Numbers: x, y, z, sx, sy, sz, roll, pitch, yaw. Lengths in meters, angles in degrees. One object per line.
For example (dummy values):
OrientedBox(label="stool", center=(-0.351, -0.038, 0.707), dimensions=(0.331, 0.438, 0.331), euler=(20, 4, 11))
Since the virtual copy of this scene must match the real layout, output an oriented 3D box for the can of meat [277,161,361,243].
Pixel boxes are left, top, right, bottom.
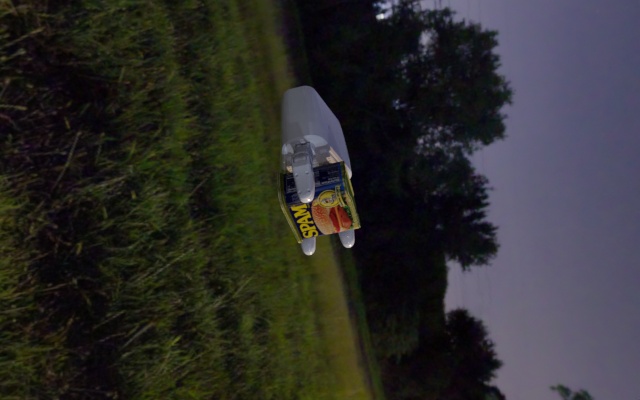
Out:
OrientedBox(label="can of meat", center=(0.000, 0.002, 0.603), dimensions=(0.084, 0.057, 0.102), euler=(-12, -40, 7))
